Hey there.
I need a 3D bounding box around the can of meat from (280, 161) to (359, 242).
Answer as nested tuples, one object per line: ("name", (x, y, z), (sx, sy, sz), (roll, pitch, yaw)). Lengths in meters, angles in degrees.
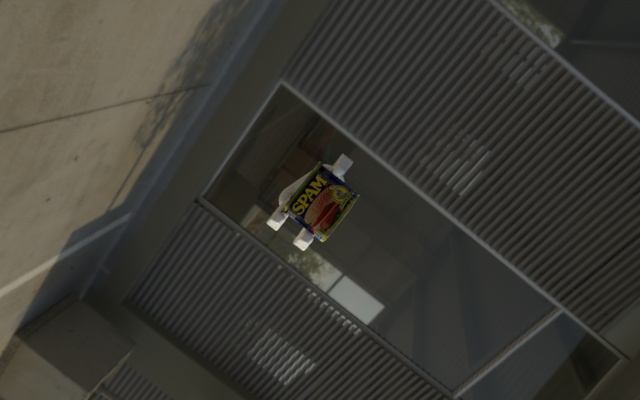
("can of meat", (0.000, 0.003, 0.760), (0.084, 0.102, 0.057), (38, 3, -3))
